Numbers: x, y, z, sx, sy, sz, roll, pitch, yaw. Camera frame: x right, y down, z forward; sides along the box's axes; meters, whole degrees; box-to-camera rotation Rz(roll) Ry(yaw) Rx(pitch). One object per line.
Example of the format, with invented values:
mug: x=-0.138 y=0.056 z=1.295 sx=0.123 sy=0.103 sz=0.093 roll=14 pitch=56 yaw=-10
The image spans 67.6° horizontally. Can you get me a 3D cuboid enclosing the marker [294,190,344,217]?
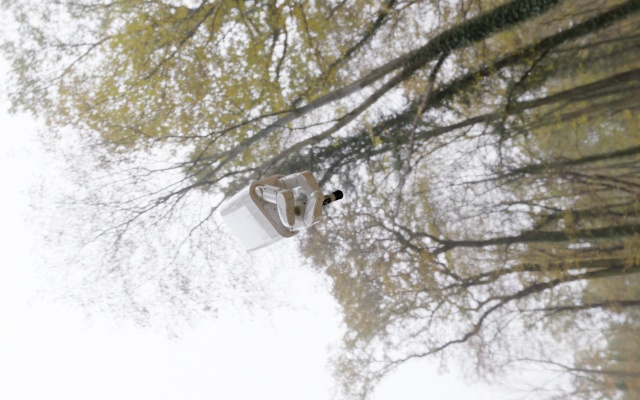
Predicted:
marker: x=0.000 y=0.003 z=0.814 sx=0.020 sy=0.020 sz=0.121 roll=0 pitch=14 yaw=40
